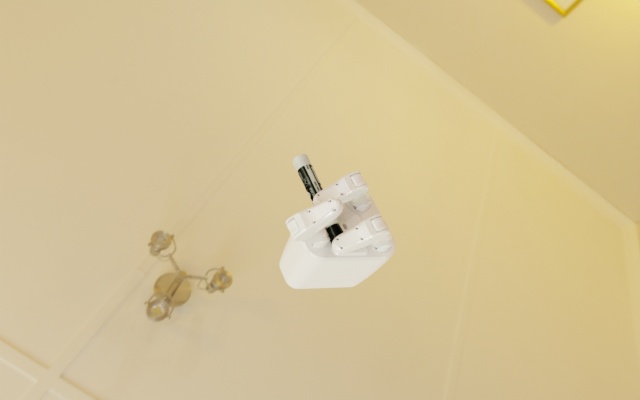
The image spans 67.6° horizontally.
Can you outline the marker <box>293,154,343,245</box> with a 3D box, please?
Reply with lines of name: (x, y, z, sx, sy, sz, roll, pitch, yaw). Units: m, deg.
marker: (0.000, 0.002, 0.532, 0.020, 0.121, 0.020, -22, -22, -9)
